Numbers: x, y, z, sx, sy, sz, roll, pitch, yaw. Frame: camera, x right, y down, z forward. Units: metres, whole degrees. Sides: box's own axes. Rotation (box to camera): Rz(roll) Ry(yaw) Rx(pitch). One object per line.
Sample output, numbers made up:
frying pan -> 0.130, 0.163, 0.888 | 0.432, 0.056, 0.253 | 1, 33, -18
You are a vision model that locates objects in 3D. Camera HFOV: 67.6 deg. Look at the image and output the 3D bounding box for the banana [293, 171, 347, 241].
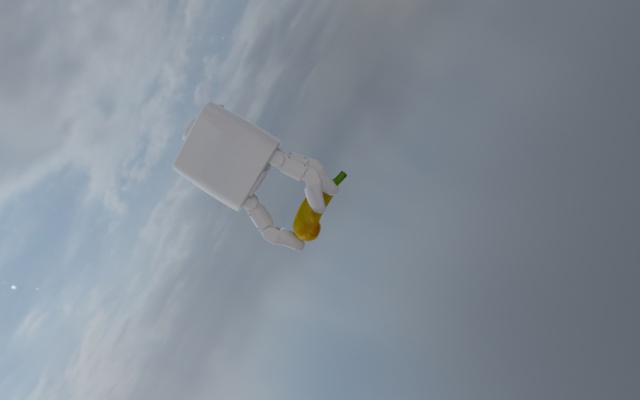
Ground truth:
banana -> -0.009, 0.014, 0.690 | 0.037, 0.070, 0.197 | 36, 29, -6
